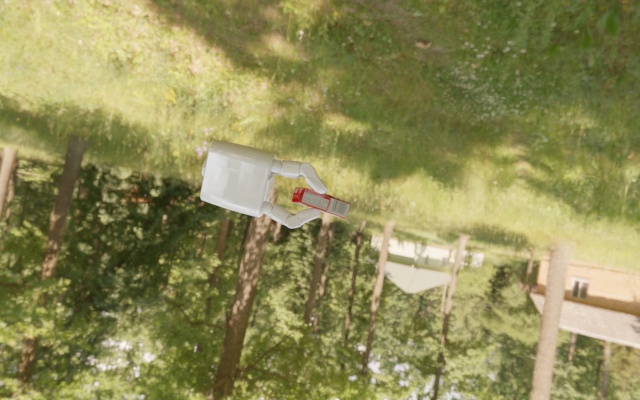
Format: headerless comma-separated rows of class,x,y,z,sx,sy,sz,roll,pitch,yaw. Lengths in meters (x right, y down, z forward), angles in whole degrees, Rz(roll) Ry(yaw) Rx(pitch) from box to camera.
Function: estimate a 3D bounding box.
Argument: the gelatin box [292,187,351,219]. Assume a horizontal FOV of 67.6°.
gelatin box,0.000,0.003,0.824,0.089,0.030,0.073,19,-3,-13
